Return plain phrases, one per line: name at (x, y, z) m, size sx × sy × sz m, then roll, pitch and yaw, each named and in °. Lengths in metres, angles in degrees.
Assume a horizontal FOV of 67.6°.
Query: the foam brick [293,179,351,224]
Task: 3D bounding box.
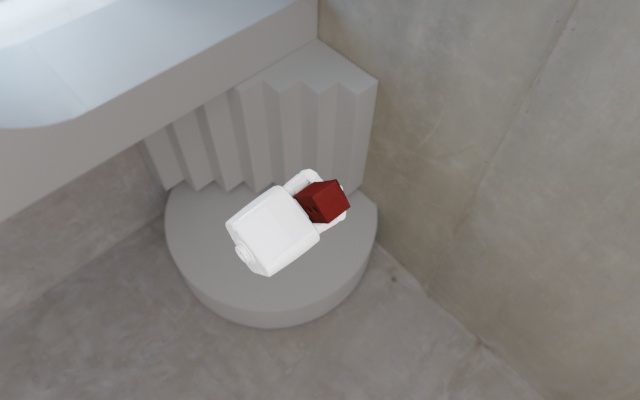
foam brick at (0.000, 0.002, 0.765) m, size 0.051 × 0.053 × 0.078 m, roll -36°, pitch 15°, yaw -25°
